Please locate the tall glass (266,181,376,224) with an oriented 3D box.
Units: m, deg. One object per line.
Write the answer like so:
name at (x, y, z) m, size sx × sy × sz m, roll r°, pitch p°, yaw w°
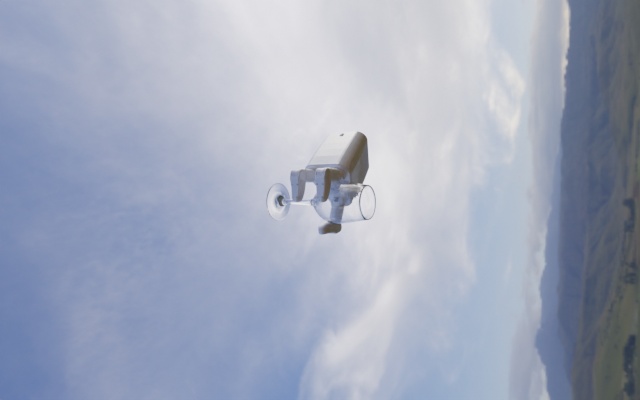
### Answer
tall glass at (0.000, 0.003, 0.888) m, size 0.201 × 0.079 × 0.079 m, roll 1°, pitch 0°, yaw 33°
